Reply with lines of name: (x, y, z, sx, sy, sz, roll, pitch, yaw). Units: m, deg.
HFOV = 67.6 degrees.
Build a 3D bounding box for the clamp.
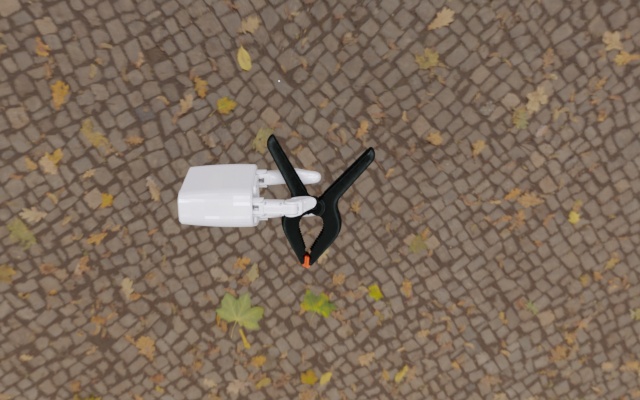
clamp: (0.000, 0.003, 0.745, 0.164, 0.210, 0.036, 1, 14, 0)
